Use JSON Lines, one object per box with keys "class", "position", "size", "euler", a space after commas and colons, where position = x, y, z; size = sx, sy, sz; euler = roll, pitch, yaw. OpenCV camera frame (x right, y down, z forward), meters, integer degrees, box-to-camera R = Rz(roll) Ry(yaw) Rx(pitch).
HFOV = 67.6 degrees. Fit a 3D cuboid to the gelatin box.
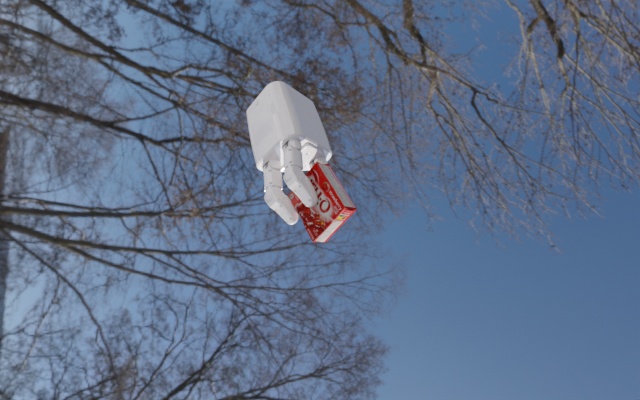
{"class": "gelatin box", "position": [0.001, 0.002, 0.667], "size": [0.030, 0.089, 0.073], "euler": [8, -47, -47]}
